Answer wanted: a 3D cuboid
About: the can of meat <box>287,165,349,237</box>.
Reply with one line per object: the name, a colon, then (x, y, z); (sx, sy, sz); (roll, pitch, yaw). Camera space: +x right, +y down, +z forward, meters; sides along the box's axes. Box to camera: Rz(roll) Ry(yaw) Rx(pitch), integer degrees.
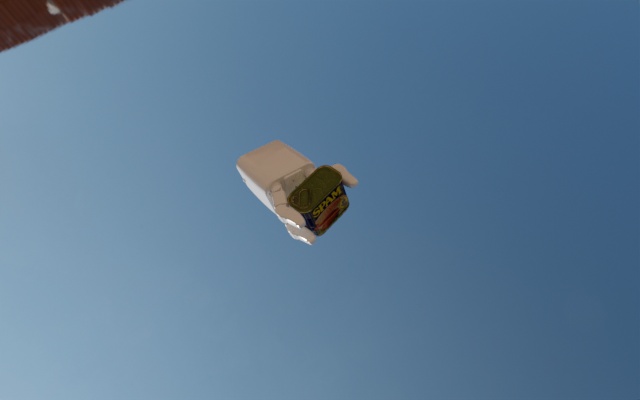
can of meat: (0.000, 0.003, 0.844); (0.057, 0.102, 0.084); (34, -20, 34)
